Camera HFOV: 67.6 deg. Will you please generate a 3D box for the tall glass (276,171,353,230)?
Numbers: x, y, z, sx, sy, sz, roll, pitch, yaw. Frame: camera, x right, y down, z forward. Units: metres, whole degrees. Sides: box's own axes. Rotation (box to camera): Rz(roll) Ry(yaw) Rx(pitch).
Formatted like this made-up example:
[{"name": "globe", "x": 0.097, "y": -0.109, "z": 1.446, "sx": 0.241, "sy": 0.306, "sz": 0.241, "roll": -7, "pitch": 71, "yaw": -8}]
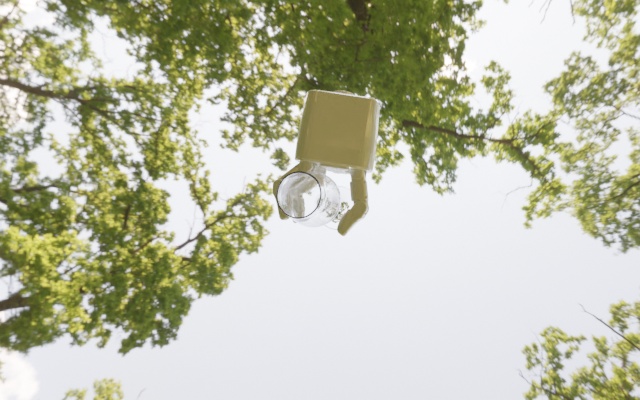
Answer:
[{"name": "tall glass", "x": 0.000, "y": 0.003, "z": 0.706, "sx": 0.079, "sy": 0.079, "sz": 0.201, "roll": 0, "pitch": -5, "yaw": 17}]
